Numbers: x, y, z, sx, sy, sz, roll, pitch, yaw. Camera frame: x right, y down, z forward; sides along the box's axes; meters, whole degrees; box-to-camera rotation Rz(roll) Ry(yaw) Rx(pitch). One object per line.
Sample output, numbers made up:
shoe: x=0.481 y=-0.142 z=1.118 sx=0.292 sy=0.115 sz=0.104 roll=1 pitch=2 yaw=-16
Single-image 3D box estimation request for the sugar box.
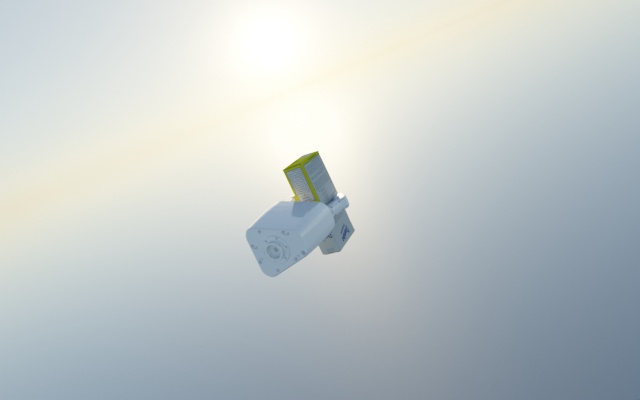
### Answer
sugar box: x=0.000 y=0.003 z=0.882 sx=0.048 sy=0.176 sz=0.093 roll=-16 pitch=14 yaw=27
